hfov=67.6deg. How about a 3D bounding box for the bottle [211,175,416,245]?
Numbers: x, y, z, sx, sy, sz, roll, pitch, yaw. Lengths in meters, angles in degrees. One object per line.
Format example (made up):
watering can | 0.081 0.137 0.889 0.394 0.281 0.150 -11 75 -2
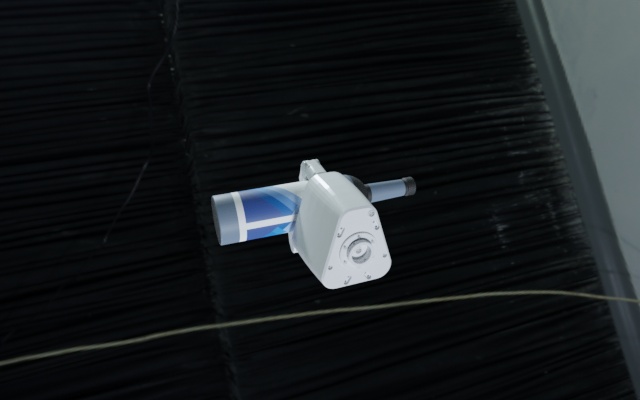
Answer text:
bottle | 0.000 0.002 0.675 0.295 0.069 0.069 -10 3 -18
